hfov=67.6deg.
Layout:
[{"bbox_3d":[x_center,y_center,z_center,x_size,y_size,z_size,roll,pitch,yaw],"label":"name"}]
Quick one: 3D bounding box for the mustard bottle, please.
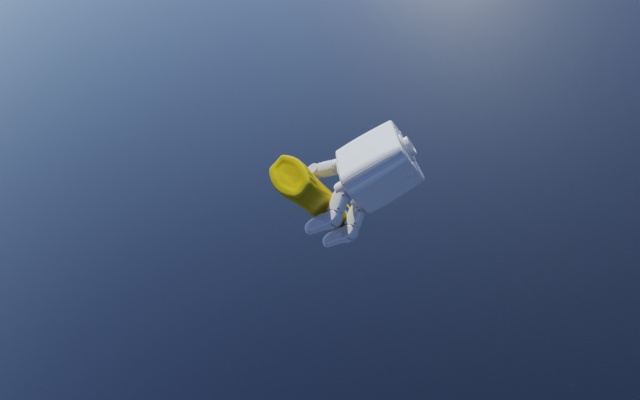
[{"bbox_3d":[0.000,0.003,0.788,0.096,0.058,0.192,43,2,43],"label":"mustard bottle"}]
